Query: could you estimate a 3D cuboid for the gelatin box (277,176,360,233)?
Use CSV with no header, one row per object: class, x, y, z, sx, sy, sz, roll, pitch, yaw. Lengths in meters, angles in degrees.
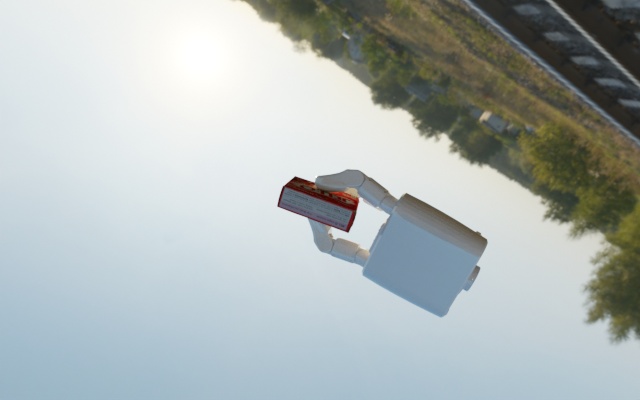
gelatin box,0.000,0.002,0.564,0.089,0.030,0.073,19,14,3
